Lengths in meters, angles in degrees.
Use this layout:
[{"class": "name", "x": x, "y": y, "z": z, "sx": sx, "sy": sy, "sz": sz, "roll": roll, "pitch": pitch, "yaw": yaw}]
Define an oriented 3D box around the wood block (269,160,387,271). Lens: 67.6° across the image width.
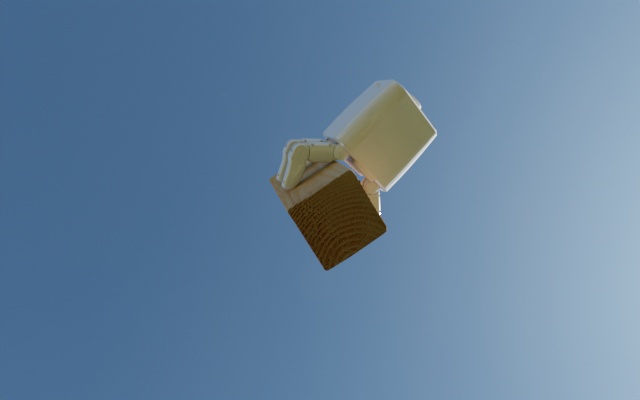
[{"class": "wood block", "x": 0.001, "y": 0.002, "z": 0.641, "sx": 0.090, "sy": 0.091, "sz": 0.206, "roll": -33, "pitch": 16, "yaw": -3}]
